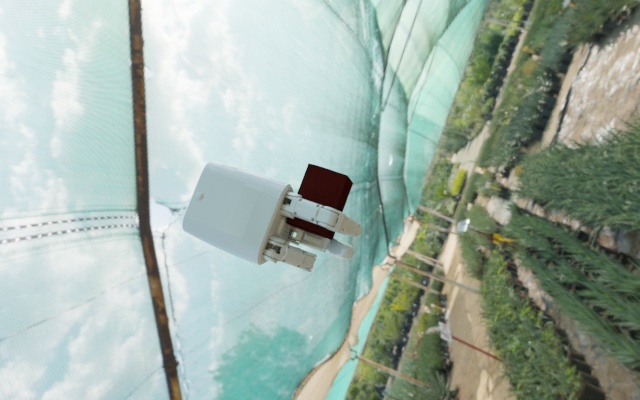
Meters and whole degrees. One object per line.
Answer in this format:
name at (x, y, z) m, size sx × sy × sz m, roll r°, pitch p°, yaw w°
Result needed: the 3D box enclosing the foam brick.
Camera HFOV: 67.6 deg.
foam brick at (0.000, 0.002, 0.576) m, size 0.051 × 0.078 × 0.053 m, roll 19°, pitch -6°, yaw 13°
